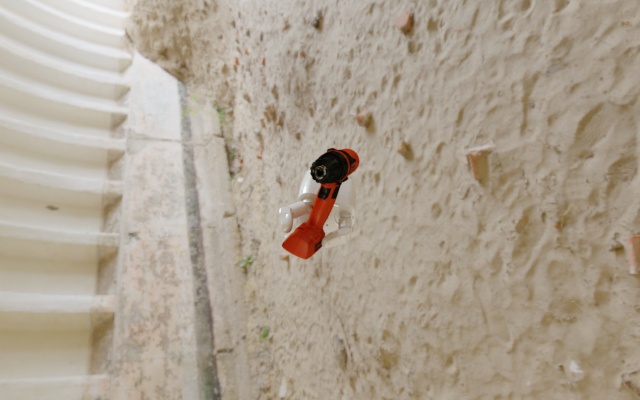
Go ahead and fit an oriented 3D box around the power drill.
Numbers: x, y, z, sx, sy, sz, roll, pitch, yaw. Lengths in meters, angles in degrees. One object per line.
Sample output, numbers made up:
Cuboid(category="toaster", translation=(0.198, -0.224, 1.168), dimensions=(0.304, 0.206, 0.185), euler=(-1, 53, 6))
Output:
Cuboid(category="power drill", translation=(0.000, 0.003, 0.799), dimensions=(0.057, 0.188, 0.184), euler=(29, 18, 12))
